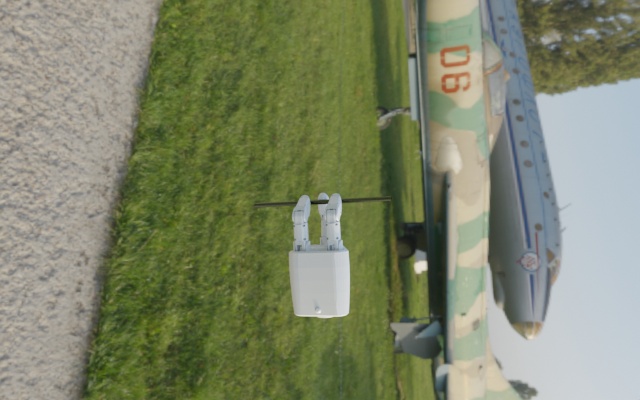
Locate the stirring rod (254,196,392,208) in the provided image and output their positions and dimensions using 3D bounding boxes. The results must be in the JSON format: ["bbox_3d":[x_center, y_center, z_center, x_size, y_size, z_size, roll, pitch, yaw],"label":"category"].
[{"bbox_3d":[0.000,0.003,0.815,0.239,0.011,0.011,-3,-1,15],"label":"stirring rod"}]
